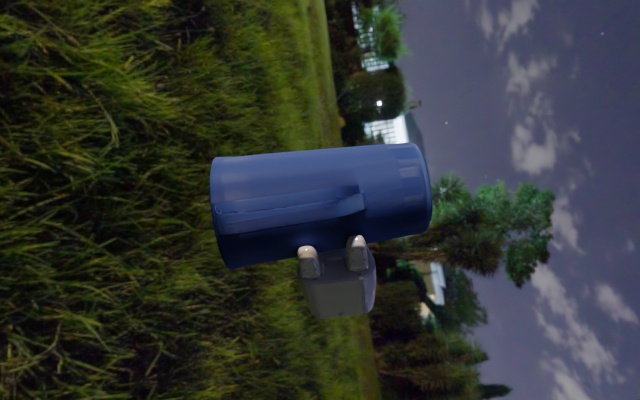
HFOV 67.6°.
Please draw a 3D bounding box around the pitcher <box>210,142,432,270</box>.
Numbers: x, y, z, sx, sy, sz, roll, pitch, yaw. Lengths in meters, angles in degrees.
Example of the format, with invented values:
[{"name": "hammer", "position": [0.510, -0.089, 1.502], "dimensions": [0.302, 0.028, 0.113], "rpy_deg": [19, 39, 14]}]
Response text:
[{"name": "pitcher", "position": [0.000, 0.002, 0.551], "dimensions": [0.243, 0.149, 0.145], "rpy_deg": [-8, -40, 1]}]
